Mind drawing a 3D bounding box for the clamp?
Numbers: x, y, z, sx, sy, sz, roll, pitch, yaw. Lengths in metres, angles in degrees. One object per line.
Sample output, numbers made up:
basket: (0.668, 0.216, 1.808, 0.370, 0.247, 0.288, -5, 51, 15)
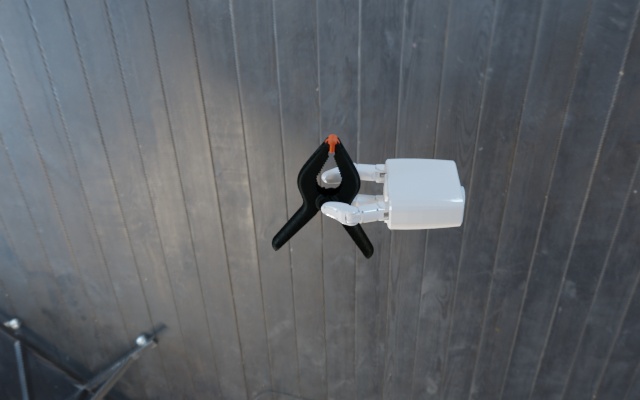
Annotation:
clamp: (0.000, 0.002, 0.731, 0.164, 0.210, 0.036, -2, 29, 2)
